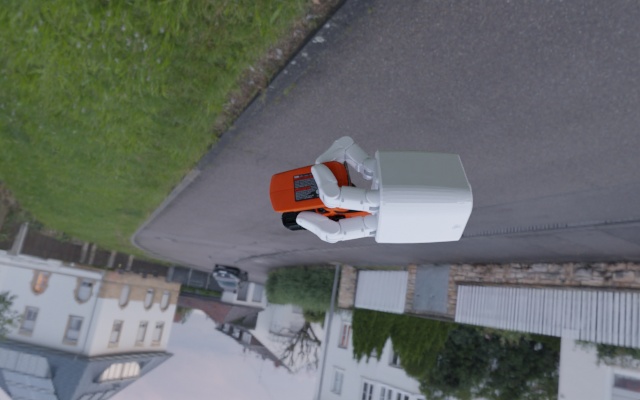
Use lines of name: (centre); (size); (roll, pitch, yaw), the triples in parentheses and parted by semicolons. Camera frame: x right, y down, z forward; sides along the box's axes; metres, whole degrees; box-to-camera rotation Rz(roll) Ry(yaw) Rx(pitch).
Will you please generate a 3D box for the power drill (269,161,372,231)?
power drill: (0.000, 0.002, 0.688); (0.184, 0.057, 0.188); (-12, -14, 18)
